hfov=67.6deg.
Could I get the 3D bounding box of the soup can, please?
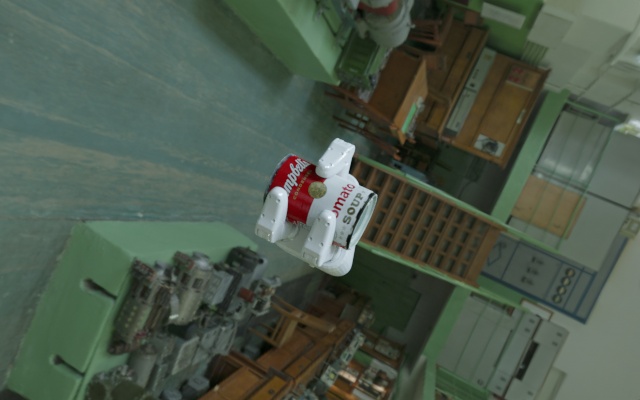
[{"bbox_3d":[0.000,0.002,0.506,0.102,0.068,0.068,26,7,14],"label":"soup can"}]
